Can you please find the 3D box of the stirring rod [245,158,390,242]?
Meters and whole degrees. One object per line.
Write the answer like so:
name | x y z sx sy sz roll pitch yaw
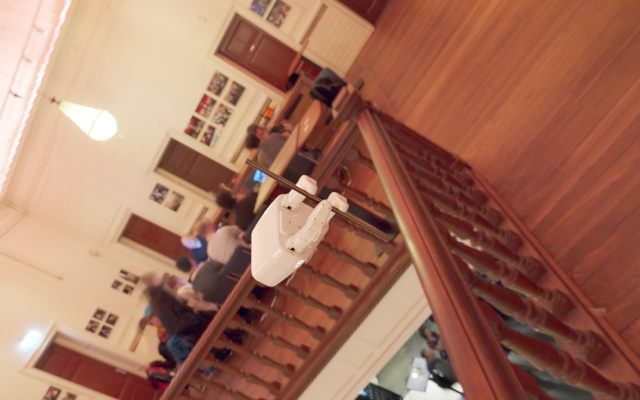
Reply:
stirring rod | 0.000 0.002 0.683 0.239 0.011 0.011 29 -8 -15
